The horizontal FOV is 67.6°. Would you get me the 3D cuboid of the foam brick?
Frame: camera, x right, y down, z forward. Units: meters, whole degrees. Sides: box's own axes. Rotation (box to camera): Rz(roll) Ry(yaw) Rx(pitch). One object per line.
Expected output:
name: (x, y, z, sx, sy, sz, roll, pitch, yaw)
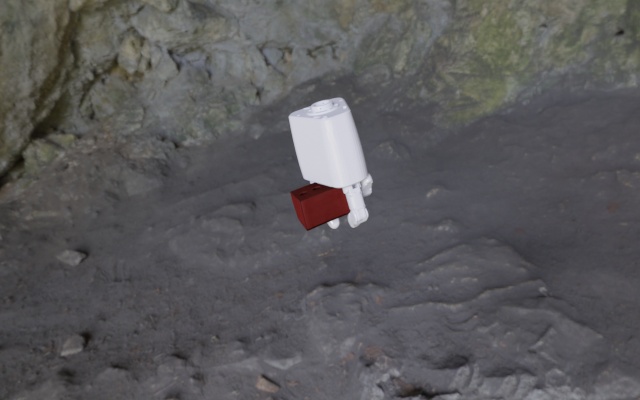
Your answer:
foam brick: (0.000, 0.003, 0.740, 0.078, 0.051, 0.053, -22, 26, -13)
